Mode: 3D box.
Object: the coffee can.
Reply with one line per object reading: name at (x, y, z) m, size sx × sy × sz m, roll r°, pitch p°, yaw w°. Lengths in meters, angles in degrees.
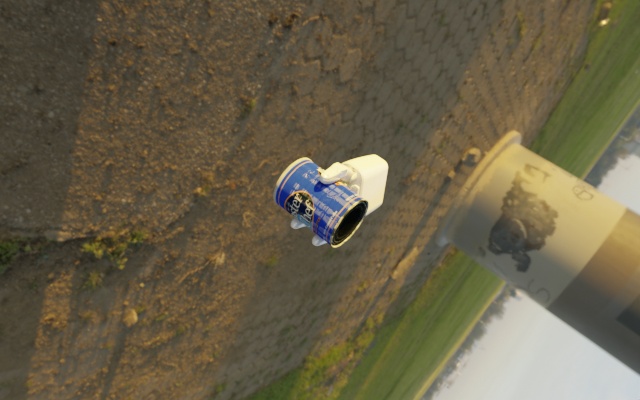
coffee can at (0.000, 0.003, 0.856) m, size 0.140 × 0.103 × 0.103 m, roll 37°, pitch 16°, yaw 22°
